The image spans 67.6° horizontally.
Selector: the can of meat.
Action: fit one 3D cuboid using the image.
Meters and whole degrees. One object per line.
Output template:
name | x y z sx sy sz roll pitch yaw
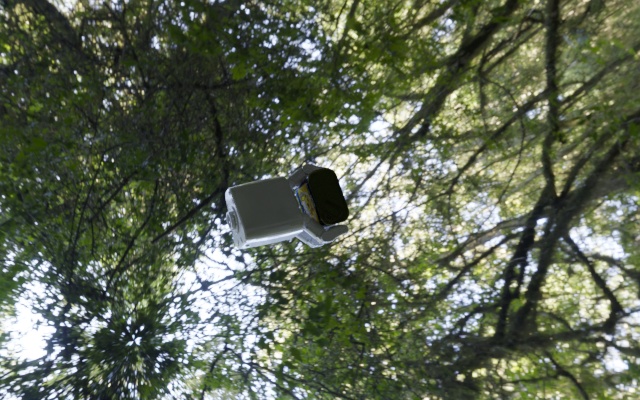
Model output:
can of meat | 0.000 0.003 0.872 0.057 0.102 0.084 -15 -9 -25
